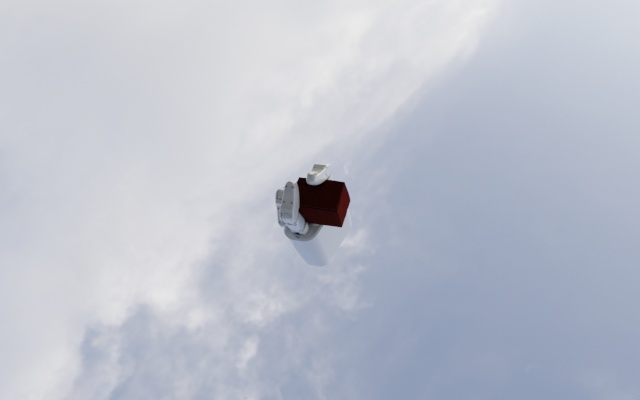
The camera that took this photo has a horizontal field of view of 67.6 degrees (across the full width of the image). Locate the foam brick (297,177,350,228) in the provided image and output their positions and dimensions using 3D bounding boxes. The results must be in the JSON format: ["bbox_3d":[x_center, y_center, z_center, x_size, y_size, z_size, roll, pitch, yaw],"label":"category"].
[{"bbox_3d":[0.000,0.002,0.726,0.078,0.053,0.051,8,-30,21],"label":"foam brick"}]
